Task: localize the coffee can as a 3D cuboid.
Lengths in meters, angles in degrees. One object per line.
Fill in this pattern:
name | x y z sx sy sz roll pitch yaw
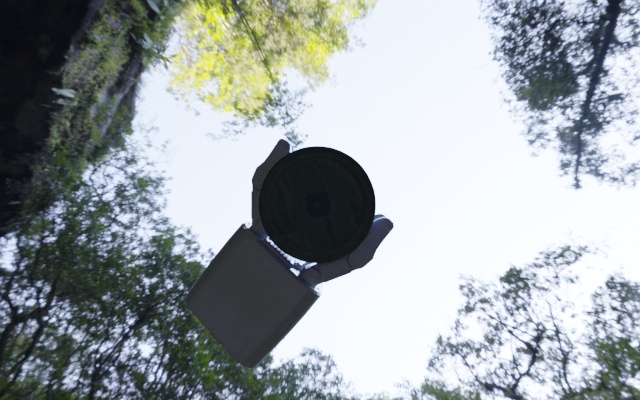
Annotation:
coffee can | 0.000 0.001 0.484 0.103 0.103 0.140 0 2 3
